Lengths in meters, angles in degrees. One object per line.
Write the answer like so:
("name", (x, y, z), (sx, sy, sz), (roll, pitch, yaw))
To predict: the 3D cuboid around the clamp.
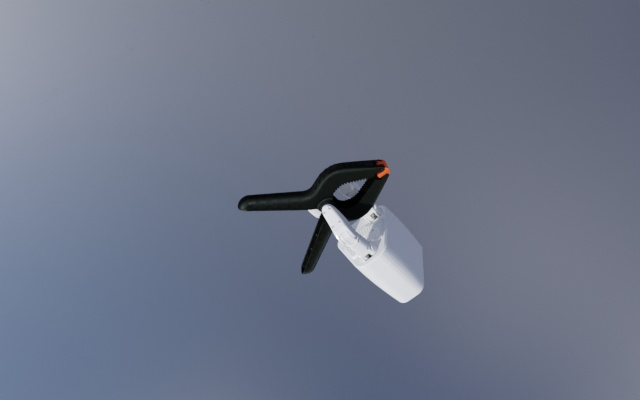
("clamp", (0.001, 0.002, 0.678), (0.165, 0.210, 0.036), (42, 18, -28))
